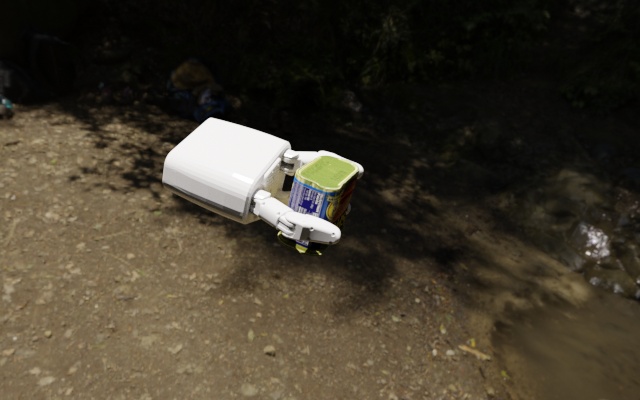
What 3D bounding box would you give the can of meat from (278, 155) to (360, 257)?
[{"bbox_3d":[0.000,0.002,0.544,0.057,0.084,0.102,22,26,14],"label":"can of meat"}]
